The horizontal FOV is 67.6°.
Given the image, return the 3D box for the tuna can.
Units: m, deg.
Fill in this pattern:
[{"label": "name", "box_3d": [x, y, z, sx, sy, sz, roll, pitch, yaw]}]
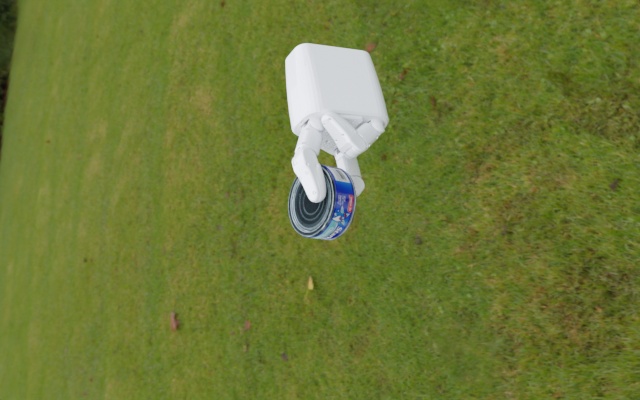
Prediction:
[{"label": "tuna can", "box_3d": [0.000, 0.002, 0.549, 0.034, 0.086, 0.086, 9, -6, -39]}]
